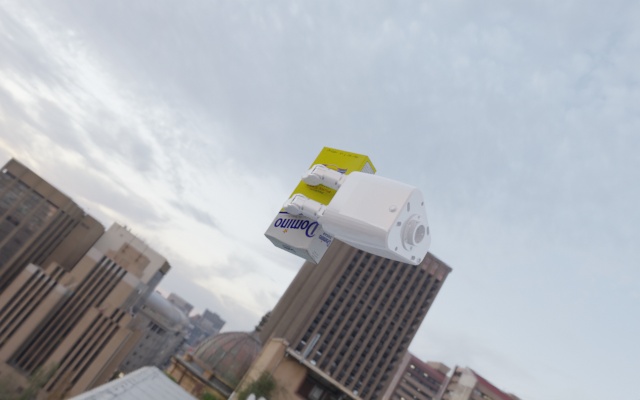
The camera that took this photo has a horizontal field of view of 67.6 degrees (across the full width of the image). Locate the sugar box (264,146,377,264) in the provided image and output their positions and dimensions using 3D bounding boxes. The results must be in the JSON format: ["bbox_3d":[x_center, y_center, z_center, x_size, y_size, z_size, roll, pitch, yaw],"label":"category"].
[{"bbox_3d":[0.000,0.002,0.725,0.093,0.176,0.048,16,-27,40],"label":"sugar box"}]
